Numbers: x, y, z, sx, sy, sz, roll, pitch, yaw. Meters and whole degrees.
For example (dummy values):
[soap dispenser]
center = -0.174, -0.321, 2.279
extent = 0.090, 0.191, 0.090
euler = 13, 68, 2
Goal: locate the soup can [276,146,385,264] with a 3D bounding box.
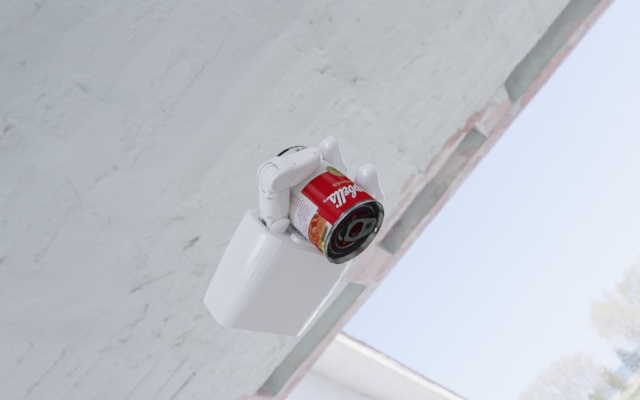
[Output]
[soup can]
center = 0.000, 0.001, 0.444
extent = 0.068, 0.068, 0.102
euler = 0, 33, -47
